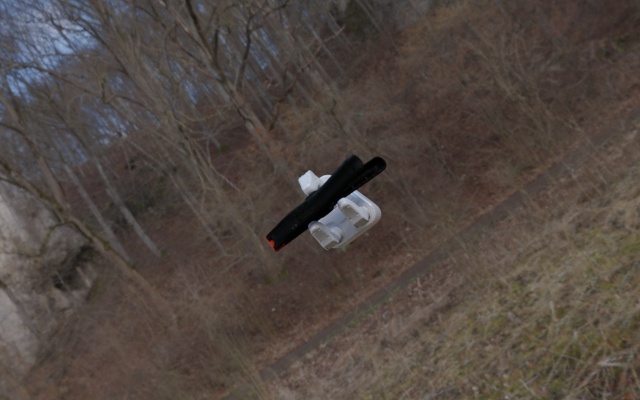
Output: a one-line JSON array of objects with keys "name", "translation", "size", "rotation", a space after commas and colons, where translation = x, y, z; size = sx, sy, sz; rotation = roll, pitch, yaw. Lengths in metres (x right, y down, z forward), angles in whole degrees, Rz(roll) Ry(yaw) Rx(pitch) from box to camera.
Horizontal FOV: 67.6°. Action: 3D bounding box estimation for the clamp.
[{"name": "clamp", "translation": [-0.001, 0.002, 0.681], "size": [0.210, 0.036, 0.164], "rotation": [-39, -9, 11]}]
